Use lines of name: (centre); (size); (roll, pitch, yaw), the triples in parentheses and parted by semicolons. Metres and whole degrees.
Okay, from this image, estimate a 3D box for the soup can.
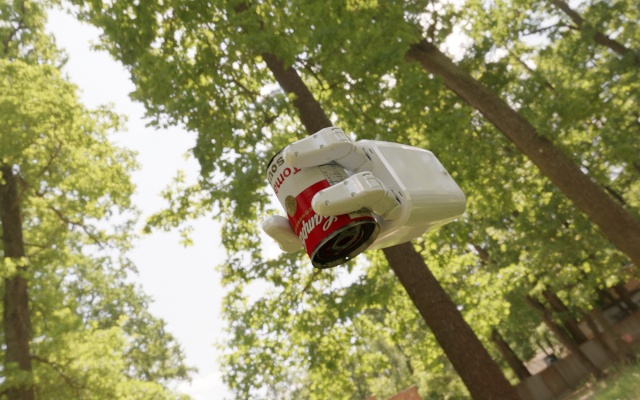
soup can: (0.000, 0.001, 0.436); (0.068, 0.102, 0.068); (-23, -29, -14)
